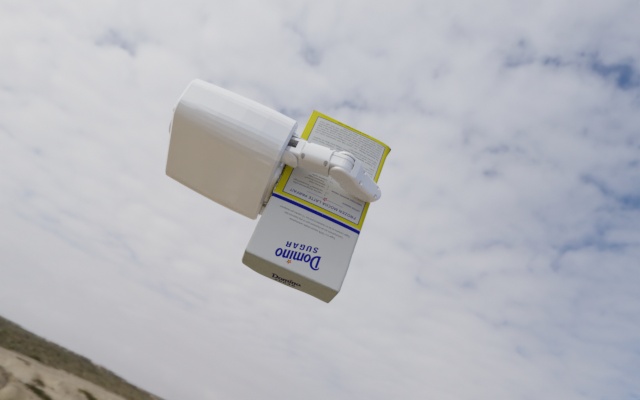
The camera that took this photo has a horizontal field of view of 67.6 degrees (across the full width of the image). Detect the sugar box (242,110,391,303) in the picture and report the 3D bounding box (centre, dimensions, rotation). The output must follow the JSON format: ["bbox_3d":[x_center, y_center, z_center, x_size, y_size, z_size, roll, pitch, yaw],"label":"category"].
[{"bbox_3d":[0.000,0.002,0.472,0.093,0.176,0.048,25,-28,-2],"label":"sugar box"}]
